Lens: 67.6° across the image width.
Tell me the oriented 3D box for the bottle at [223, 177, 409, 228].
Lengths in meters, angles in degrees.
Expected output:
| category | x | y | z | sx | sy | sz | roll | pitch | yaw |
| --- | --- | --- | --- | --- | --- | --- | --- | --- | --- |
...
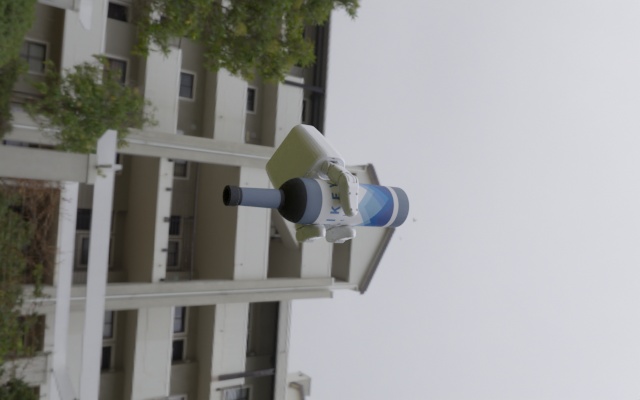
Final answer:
| category | x | y | z | sx | sy | sz | roll | pitch | yaw |
| --- | --- | --- | --- | --- | --- | --- | --- | --- | --- |
| bottle | 0.000 | 0.002 | 0.702 | 0.296 | 0.069 | 0.069 | 4 | -2 | -33 |
